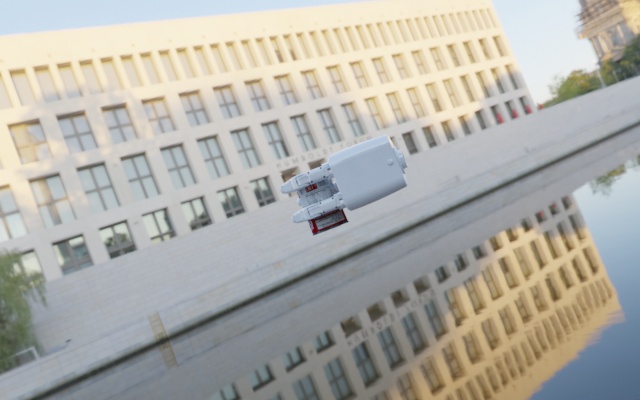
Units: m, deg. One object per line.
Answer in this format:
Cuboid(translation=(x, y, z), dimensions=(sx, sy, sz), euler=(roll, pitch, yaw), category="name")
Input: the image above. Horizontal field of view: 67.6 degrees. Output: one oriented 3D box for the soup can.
Cuboid(translation=(0.000, 0.003, 0.840), dimensions=(0.068, 0.102, 0.068), euler=(-21, -2, -1), category="soup can")
